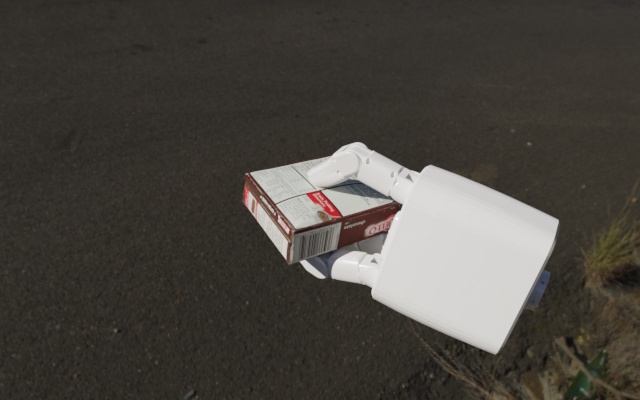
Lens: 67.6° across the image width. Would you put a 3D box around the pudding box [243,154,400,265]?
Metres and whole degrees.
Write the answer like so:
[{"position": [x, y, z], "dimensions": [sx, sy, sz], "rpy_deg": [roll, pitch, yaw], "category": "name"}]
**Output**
[{"position": [0.000, 0.001, 0.429], "dimensions": [0.113, 0.039, 0.090], "rpy_deg": [-14, 42, -31], "category": "pudding box"}]
